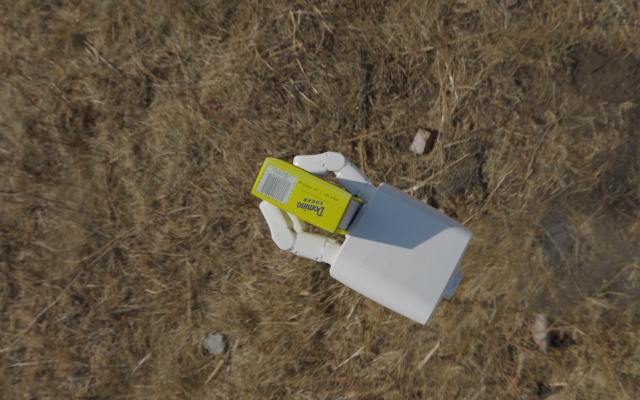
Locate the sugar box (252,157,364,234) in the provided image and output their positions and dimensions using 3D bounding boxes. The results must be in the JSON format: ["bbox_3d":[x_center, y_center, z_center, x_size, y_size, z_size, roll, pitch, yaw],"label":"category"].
[{"bbox_3d":[0.000,0.002,0.525,0.093,0.048,0.176,26,-1,14],"label":"sugar box"}]
